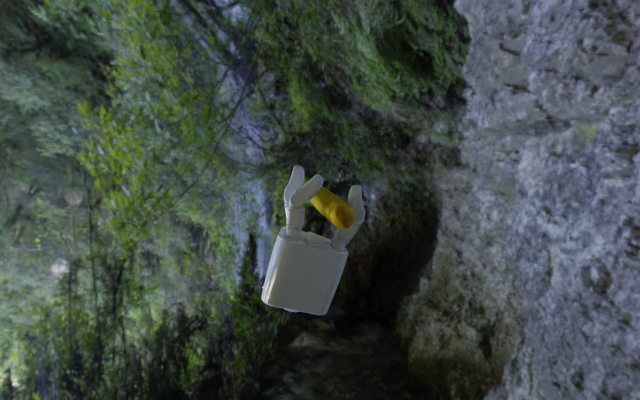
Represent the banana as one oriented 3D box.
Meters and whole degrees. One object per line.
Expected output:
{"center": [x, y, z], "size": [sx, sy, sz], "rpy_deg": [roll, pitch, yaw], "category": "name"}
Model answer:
{"center": [0.014, 0.009, 0.724], "size": [0.070, 0.037, 0.197], "rpy_deg": [29, 5, -26], "category": "banana"}
